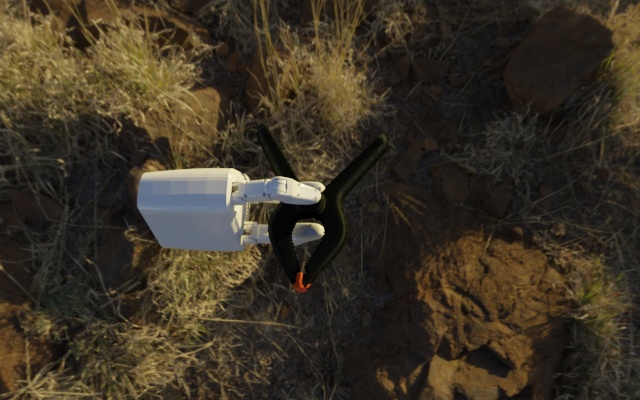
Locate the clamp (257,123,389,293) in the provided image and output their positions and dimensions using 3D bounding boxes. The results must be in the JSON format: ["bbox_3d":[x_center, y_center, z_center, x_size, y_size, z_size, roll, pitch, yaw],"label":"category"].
[{"bbox_3d":[0.000,0.002,0.565,0.164,0.210,0.036,-1,-19,5],"label":"clamp"}]
